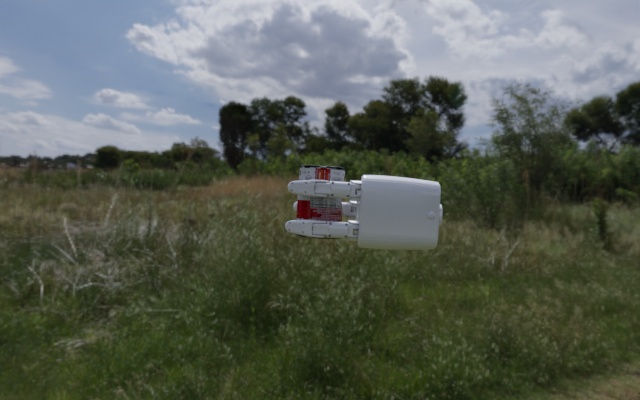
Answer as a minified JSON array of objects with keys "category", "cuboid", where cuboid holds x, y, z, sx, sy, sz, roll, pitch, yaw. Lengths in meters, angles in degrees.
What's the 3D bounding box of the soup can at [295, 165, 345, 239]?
[{"category":"soup can","cuboid":[0.000,0.002,0.691,0.068,0.102,0.068,4,0,0]}]
